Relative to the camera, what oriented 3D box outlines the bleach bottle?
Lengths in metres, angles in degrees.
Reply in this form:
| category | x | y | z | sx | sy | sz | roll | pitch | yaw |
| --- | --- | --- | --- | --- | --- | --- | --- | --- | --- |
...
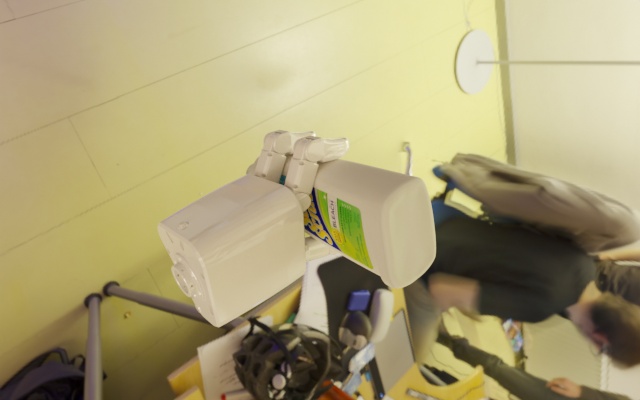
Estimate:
| category | x | y | z | sx | sy | sz | roll | pitch | yaw |
| --- | --- | --- | --- | --- | --- | --- | --- | --- | --- |
| bleach bottle | 0.000 | 0.002 | 0.507 | 0.068 | 0.103 | 0.250 | -30 | 30 | -31 |
